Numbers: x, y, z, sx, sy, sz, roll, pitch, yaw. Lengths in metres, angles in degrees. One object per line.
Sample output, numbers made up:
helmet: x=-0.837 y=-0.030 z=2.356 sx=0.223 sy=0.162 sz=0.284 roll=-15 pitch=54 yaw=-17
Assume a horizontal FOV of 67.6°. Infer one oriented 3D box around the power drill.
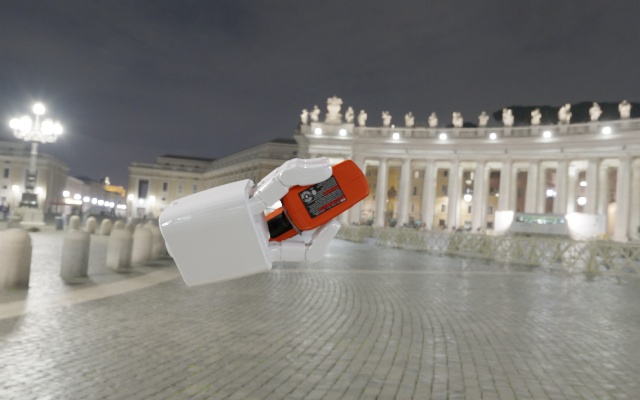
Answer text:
power drill: x=0.000 y=0.002 z=0.652 sx=0.184 sy=0.057 sz=0.188 roll=-31 pitch=-3 yaw=-18
